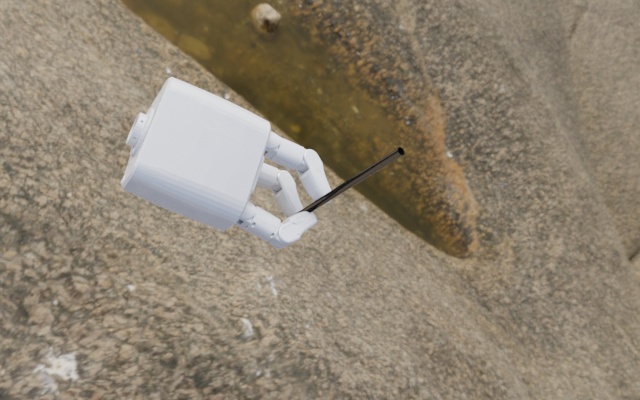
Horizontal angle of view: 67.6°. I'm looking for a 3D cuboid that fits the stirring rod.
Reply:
[{"bbox_3d":[0.000,0.002,0.497,0.011,0.011,0.239,0,-21,-38],"label":"stirring rod"}]
